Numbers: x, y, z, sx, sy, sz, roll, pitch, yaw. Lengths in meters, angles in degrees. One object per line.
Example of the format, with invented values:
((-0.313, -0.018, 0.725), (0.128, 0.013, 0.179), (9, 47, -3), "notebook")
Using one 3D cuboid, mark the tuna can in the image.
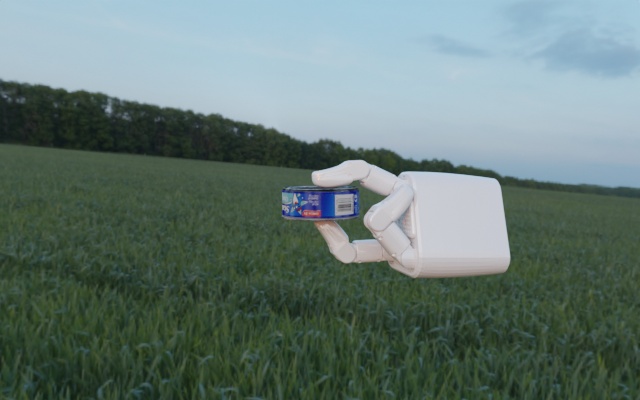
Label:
((0.000, 0.001, 0.526), (0.086, 0.034, 0.086), (0, 4, 0), "tuna can")
